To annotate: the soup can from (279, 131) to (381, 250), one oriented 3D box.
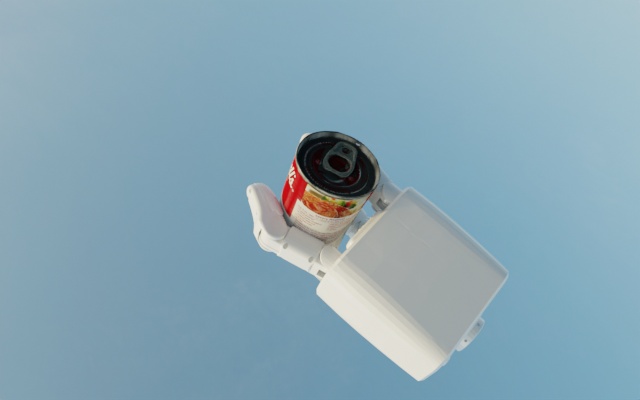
[{"bbox_3d":[0.000,0.001,0.400,0.068,0.068,0.102,0,-36,-20],"label":"soup can"}]
